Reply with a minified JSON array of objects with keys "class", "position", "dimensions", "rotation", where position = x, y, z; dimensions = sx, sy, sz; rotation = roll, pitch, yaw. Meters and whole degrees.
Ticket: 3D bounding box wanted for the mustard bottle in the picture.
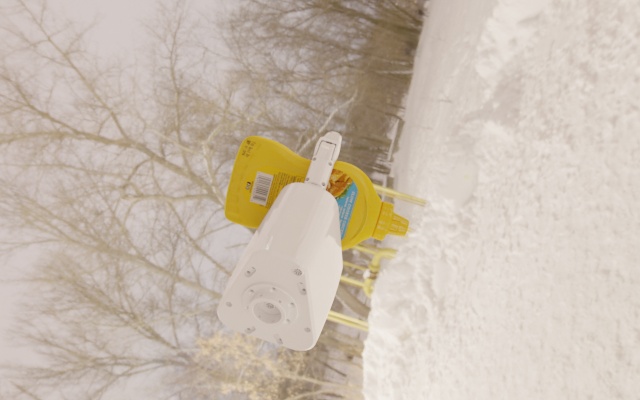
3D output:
[{"class":"mustard bottle","position":[0.000,0.001,0.510],"dimensions":[0.191,0.096,0.058],"rotation":[17,10,4]}]
